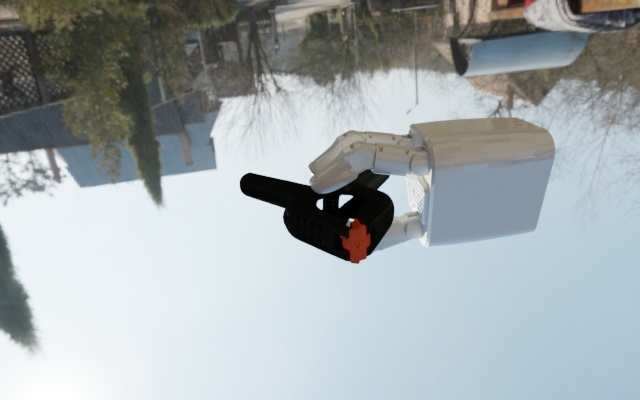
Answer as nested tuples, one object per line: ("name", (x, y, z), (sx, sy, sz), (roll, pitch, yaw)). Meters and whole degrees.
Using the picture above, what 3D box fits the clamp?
("clamp", (0.000, 0.002, 0.437), (0.164, 0.036, 0.210), (-6, 19, -1))
